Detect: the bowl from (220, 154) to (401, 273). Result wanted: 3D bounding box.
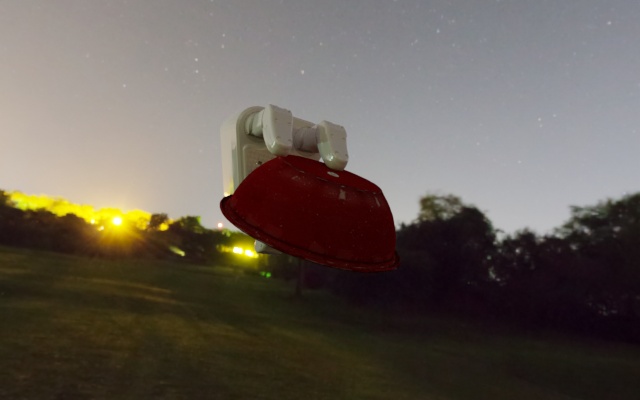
[{"bbox_3d":[0.001,0.001,0.405,0.162,0.055,0.162,18,12,-4],"label":"bowl"}]
